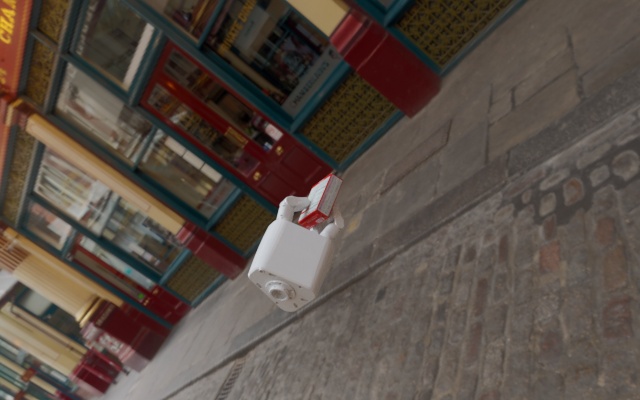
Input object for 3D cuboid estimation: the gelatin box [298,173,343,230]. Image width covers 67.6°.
[{"bbox_3d":[0.000,0.002,0.870,0.030,0.089,0.073,32,-32,-16],"label":"gelatin box"}]
